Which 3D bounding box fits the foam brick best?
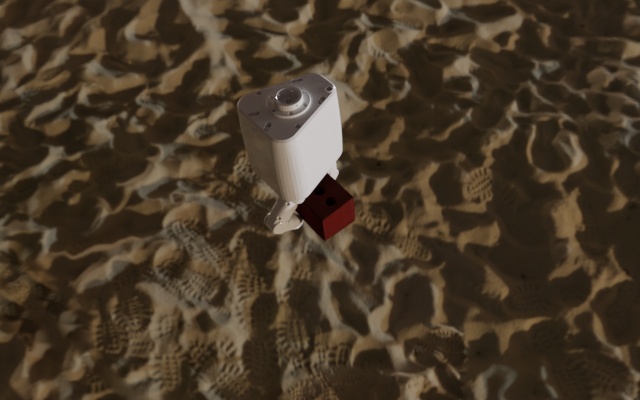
[{"bbox_3d":[0.000,0.002,0.617,0.053,0.078,0.051,-35,-30,-20],"label":"foam brick"}]
